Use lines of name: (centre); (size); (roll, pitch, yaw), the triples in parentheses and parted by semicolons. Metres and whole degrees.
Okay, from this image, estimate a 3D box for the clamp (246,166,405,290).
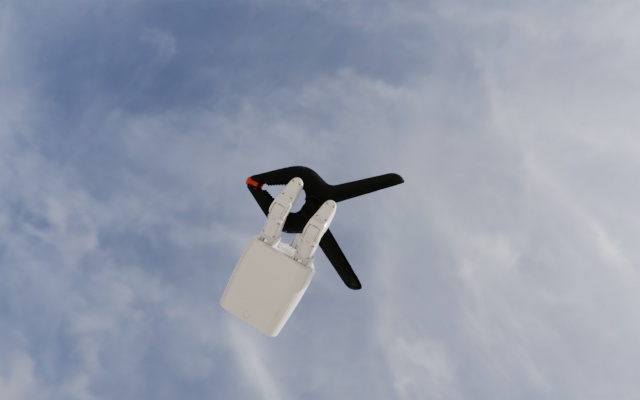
clamp: (0.000, 0.002, 0.654); (0.210, 0.164, 0.036); (29, 1, 11)
